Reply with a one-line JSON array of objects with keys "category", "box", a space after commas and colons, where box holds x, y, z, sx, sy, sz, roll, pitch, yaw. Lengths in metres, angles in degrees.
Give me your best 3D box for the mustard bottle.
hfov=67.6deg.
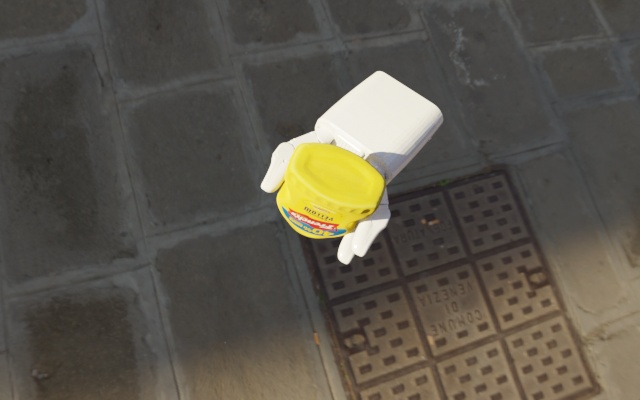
[{"category": "mustard bottle", "box": [0.000, 0.002, 0.535, 0.096, 0.058, 0.192, 22, -19, -4]}]
